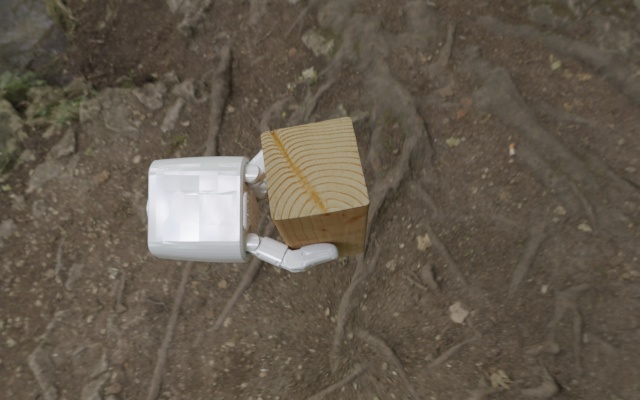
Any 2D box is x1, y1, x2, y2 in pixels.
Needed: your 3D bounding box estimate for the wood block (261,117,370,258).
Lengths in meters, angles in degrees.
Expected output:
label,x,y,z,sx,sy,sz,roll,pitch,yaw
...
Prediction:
label,x,y,z,sx,sy,sz,roll,pitch,yaw
wood block,0.000,0.002,0.531,0.090,0.090,0.206,-10,-18,1
